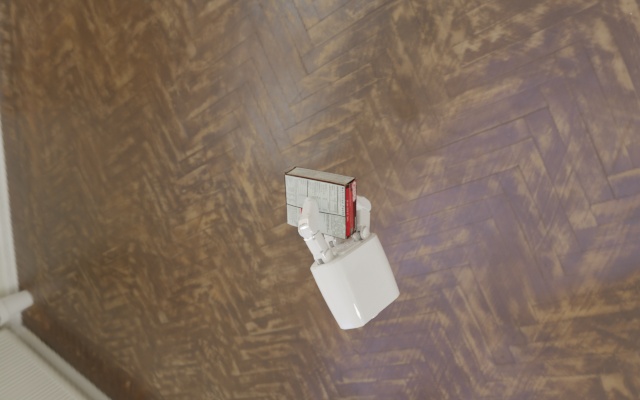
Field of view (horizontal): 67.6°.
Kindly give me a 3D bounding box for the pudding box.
[{"bbox_3d":[0.000,0.002,0.727,0.113,0.090,0.039,12,26,28],"label":"pudding box"}]
